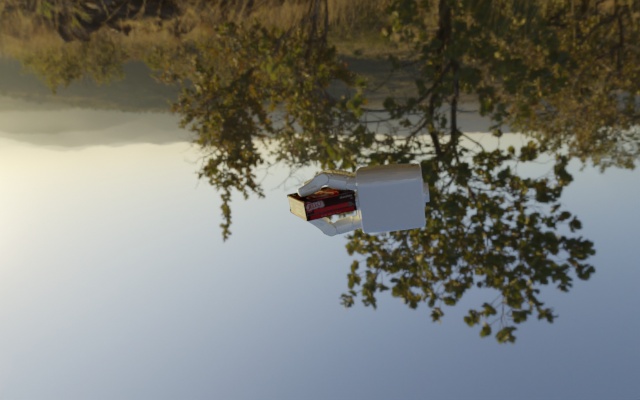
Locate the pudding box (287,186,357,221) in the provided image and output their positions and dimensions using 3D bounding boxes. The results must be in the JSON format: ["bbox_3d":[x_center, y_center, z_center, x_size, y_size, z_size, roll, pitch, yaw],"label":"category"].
[{"bbox_3d":[0.000,0.003,0.820,0.090,0.039,0.113,-11,8,-17],"label":"pudding box"}]
